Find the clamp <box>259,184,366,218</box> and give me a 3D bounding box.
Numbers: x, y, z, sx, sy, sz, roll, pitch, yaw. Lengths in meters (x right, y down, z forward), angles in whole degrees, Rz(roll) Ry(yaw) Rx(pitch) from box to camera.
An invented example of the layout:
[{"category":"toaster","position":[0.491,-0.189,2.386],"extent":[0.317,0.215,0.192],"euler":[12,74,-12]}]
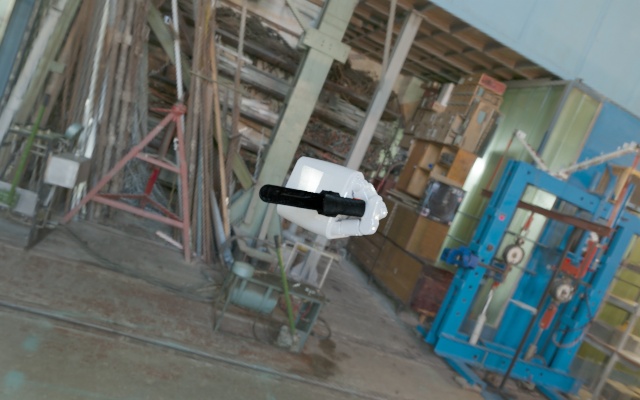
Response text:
[{"category":"clamp","position":[0.000,0.002,0.662],"extent":[0.120,0.039,0.171],"euler":[17,2,28]}]
